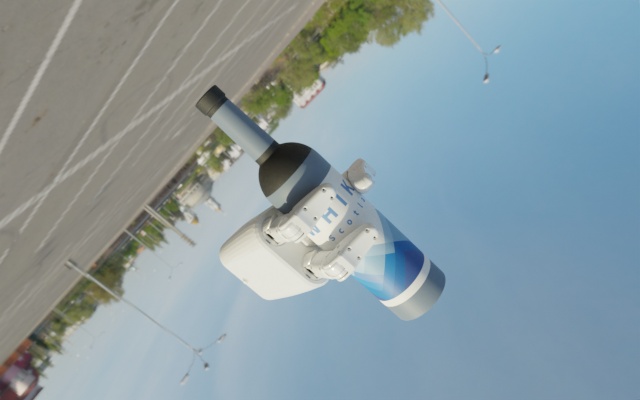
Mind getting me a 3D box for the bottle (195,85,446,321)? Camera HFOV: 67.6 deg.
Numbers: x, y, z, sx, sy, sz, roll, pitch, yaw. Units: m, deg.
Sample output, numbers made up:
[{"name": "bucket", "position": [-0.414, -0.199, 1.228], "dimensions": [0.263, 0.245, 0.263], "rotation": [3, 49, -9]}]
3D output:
[{"name": "bottle", "position": [0.000, 0.002, 0.468], "dimensions": [0.296, 0.069, 0.069], "rotation": [43, -12, -13]}]
